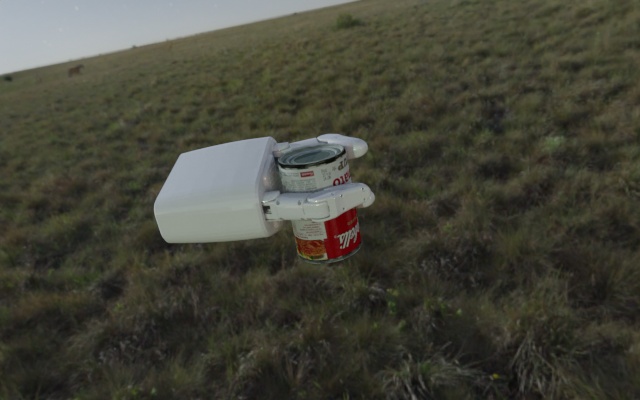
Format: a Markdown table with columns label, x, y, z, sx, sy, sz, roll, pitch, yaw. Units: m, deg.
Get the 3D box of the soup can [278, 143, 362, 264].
| label | x | y | z | sx | sy | sz | roll | pitch | yaw |
| --- | --- | --- | --- | --- | --- | --- | --- | --- | --- |
| soup can | 0.000 | 0.001 | 0.473 | 0.068 | 0.102 | 0.068 | -10 | 21 | 4 |
